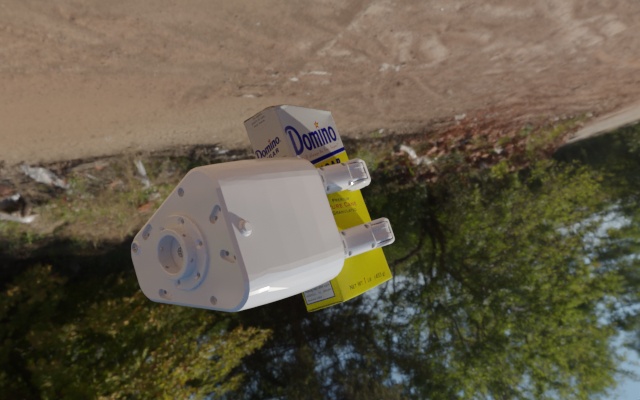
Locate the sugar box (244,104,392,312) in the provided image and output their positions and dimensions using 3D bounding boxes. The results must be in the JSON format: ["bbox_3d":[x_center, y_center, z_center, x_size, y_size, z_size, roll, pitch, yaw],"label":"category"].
[{"bbox_3d":[0.000,0.001,0.436,0.048,0.176,0.093,-22,-7,34],"label":"sugar box"}]
